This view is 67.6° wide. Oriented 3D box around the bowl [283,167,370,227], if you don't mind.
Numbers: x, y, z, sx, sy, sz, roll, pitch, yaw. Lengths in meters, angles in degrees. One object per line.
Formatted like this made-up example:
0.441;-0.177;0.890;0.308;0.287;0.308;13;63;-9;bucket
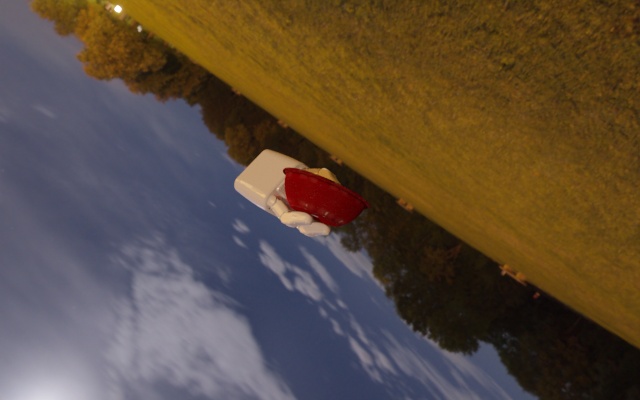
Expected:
0.001;0.003;0.812;0.162;0.055;0.162;22;-9;4;bowl
